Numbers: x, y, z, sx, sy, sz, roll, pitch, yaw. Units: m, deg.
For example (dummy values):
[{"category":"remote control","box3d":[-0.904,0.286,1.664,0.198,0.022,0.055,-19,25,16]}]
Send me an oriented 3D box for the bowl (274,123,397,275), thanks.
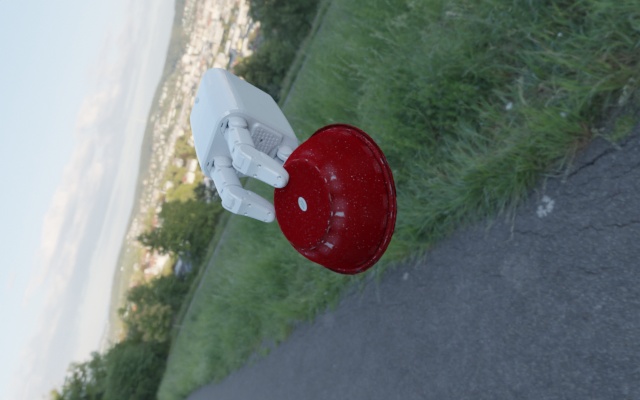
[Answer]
[{"category":"bowl","box3d":[0.001,0.002,0.492,0.055,0.162,0.162,-7,5,-41]}]
